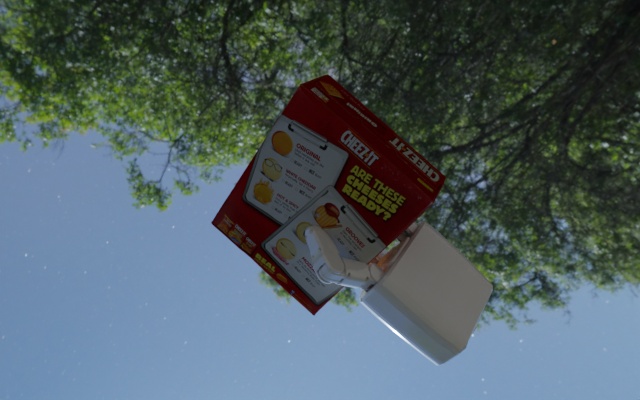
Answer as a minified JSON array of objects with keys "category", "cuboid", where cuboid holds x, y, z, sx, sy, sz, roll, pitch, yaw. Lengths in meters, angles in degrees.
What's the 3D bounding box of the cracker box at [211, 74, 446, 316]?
[{"category":"cracker box","cuboid":[0.000,0.002,0.515,0.214,0.164,0.072,-50,-3,35]}]
